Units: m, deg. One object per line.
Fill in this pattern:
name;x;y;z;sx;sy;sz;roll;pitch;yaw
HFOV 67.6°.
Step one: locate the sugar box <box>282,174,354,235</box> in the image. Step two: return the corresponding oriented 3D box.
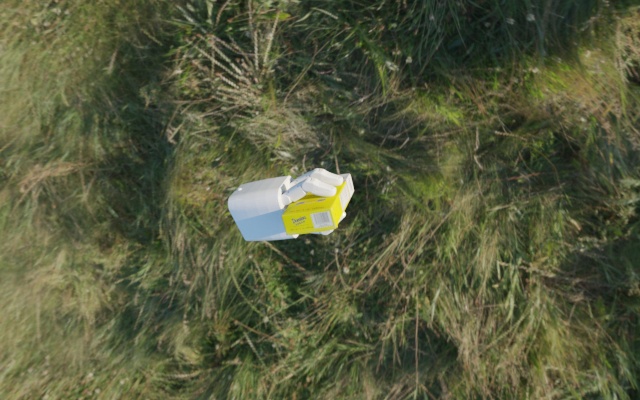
sugar box;0.000;0.002;0.879;0.093;0.048;0.176;-8;23;17
